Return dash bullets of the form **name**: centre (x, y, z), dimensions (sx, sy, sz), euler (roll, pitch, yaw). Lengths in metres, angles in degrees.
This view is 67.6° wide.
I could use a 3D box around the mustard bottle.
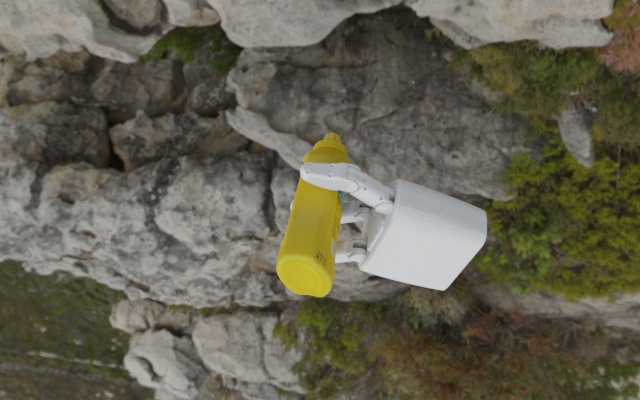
- **mustard bottle**: centre (0.000, 0.002, 0.531), dimensions (0.058, 0.191, 0.096), euler (4, -33, 12)
